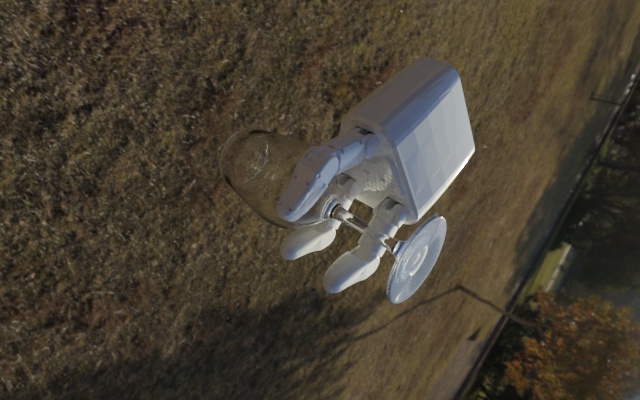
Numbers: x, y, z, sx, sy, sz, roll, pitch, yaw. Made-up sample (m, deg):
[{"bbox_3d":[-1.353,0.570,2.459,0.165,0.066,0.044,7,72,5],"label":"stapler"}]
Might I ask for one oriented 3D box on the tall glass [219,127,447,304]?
[{"bbox_3d":[0.000,0.002,0.404,0.201,0.079,0.079,30,17,32],"label":"tall glass"}]
